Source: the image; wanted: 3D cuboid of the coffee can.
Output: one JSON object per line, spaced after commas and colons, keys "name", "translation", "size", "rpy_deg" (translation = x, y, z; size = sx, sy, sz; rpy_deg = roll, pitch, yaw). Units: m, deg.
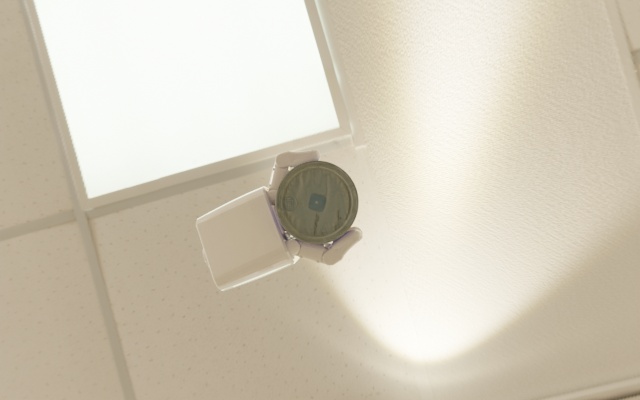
{"name": "coffee can", "translation": [0.000, 0.002, 0.651], "size": [0.103, 0.103, 0.140], "rpy_deg": [0, 0, 4]}
